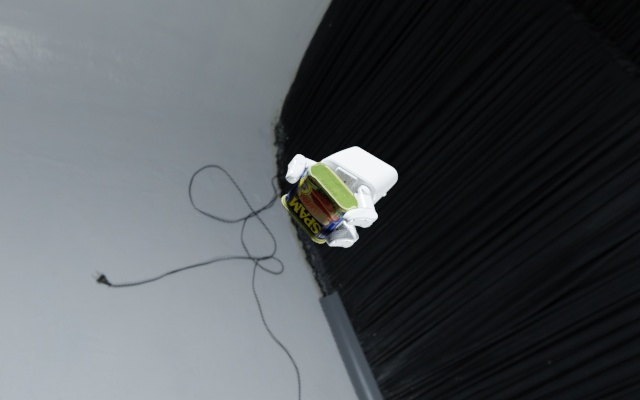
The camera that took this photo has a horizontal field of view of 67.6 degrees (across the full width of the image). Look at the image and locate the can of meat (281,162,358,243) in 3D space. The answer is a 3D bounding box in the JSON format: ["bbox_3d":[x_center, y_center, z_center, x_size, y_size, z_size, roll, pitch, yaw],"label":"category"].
[{"bbox_3d":[0.000,0.002,0.764,0.057,0.102,0.084,-28,-17,-53],"label":"can of meat"}]
